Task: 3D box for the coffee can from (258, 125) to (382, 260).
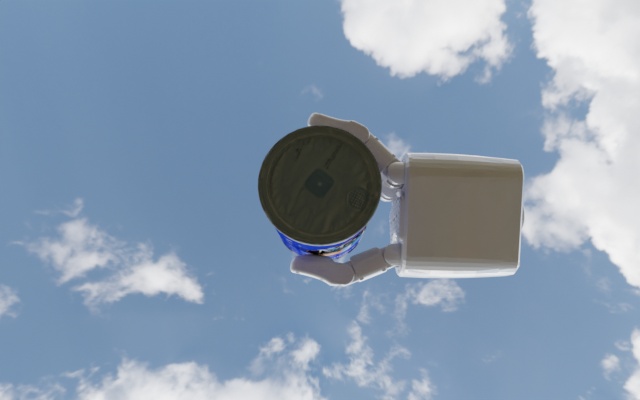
[{"bbox_3d":[0.000,0.002,0.459,0.103,0.102,0.140,0,-13,1],"label":"coffee can"}]
